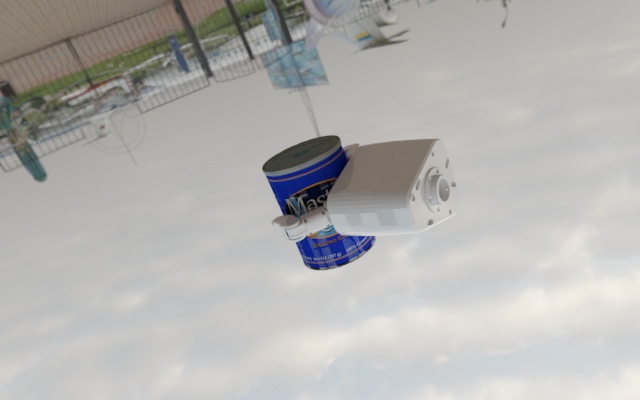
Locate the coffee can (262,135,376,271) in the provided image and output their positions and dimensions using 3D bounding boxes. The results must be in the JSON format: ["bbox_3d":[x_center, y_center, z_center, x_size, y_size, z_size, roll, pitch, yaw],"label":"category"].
[{"bbox_3d":[0.000,0.002,0.606,0.103,0.140,0.102,-19,20,7],"label":"coffee can"}]
